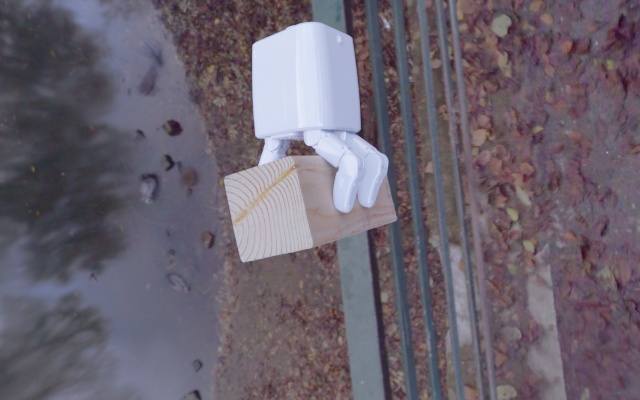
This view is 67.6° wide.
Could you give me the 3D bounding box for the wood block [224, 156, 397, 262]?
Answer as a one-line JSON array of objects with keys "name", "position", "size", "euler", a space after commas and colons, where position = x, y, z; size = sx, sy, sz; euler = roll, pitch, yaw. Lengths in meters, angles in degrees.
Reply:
[{"name": "wood block", "position": [0.000, 0.001, 0.544], "size": [0.091, 0.090, 0.206], "euler": [-14, -3, 31]}]
